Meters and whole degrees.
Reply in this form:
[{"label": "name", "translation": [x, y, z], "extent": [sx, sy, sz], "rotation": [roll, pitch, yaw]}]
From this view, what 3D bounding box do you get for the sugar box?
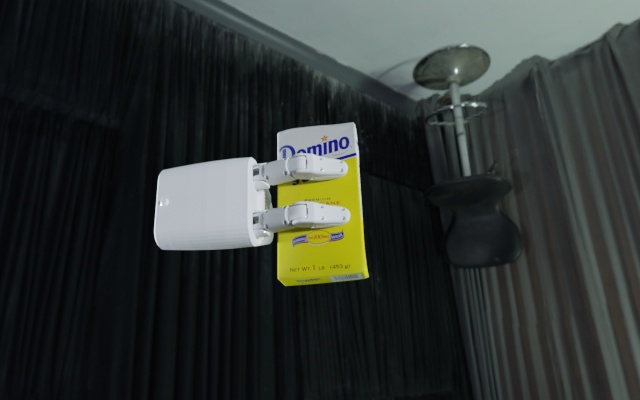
[{"label": "sugar box", "translation": [0.000, 0.002, 0.531], "extent": [0.093, 0.176, 0.048], "rotation": [-6, -20, 7]}]
